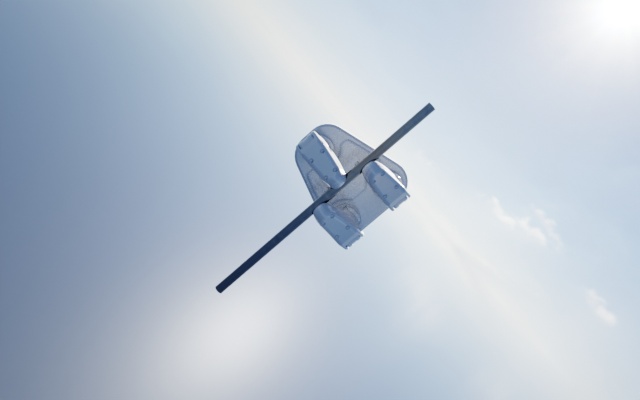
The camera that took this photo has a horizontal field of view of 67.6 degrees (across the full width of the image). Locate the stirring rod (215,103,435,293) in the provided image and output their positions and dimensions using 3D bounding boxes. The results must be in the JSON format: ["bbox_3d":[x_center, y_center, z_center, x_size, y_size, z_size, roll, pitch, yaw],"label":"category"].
[{"bbox_3d":[0.000,0.001,0.404,0.239,0.011,0.011,-41,-7,9],"label":"stirring rod"}]
